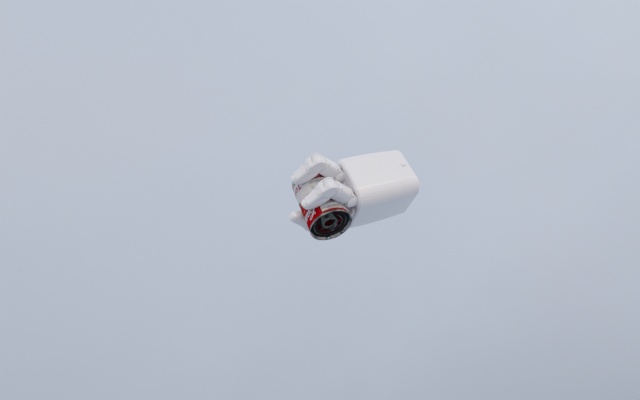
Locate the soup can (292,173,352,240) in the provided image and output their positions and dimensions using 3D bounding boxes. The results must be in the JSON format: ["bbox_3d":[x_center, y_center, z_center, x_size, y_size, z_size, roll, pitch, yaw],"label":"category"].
[{"bbox_3d":[0.000,0.002,0.753,0.068,0.102,0.069,-14,-39,-12],"label":"soup can"}]
